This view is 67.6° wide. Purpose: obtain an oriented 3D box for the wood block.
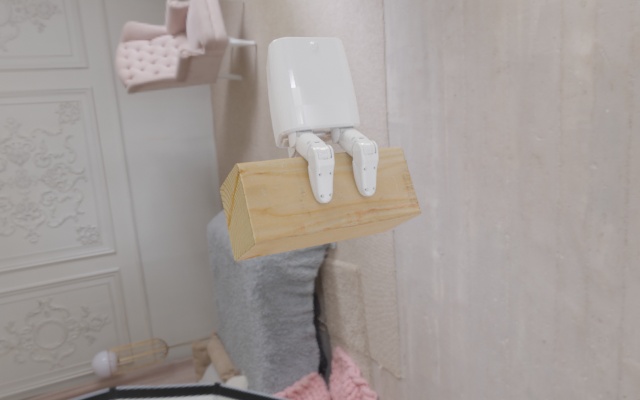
[{"bbox_3d":[0.000,0.002,0.559,0.206,0.090,0.091,-8,-13,-26],"label":"wood block"}]
